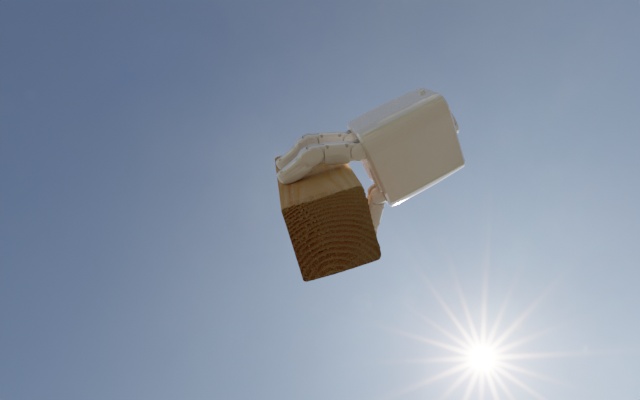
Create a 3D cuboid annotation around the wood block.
[{"bbox_3d":[0.001,0.002,0.590,0.090,0.091,0.206,-17,21,-1],"label":"wood block"}]
